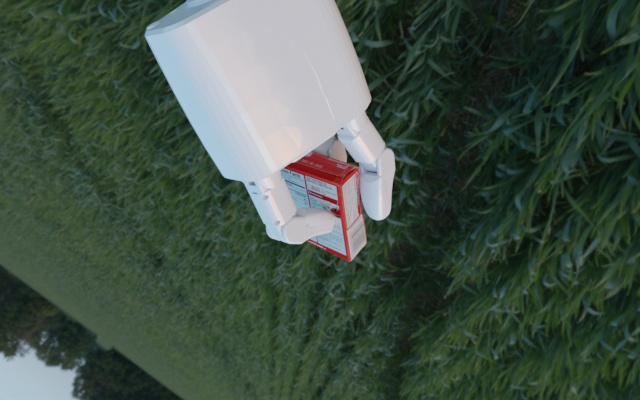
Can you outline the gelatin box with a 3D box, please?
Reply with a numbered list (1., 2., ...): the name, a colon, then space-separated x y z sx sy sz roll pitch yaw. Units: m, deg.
1. gelatin box: 0.000 0.002 0.410 0.073 0.089 0.030 21 49 33
